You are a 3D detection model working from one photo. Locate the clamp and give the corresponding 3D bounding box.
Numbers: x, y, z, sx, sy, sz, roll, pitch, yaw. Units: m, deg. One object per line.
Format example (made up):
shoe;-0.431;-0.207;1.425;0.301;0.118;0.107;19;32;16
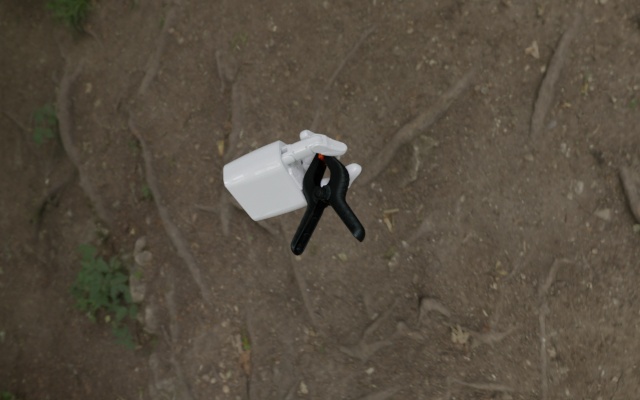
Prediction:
clamp;0.000;0.002;0.726;0.120;0.171;0.039;-20;-34;18
